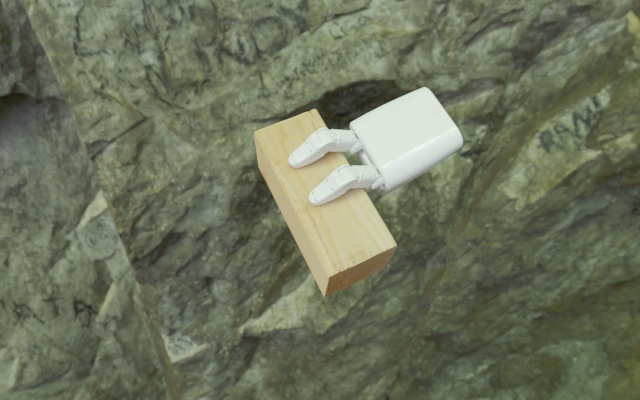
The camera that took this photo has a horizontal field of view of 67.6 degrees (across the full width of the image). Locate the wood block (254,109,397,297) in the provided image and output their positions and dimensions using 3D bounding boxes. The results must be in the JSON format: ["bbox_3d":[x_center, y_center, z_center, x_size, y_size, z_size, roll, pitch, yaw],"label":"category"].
[{"bbox_3d":[0.000,0.002,0.600,0.090,0.206,0.091,-23,-23,-13],"label":"wood block"}]
